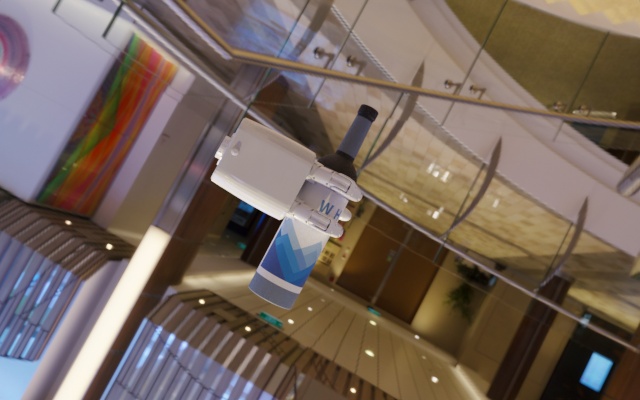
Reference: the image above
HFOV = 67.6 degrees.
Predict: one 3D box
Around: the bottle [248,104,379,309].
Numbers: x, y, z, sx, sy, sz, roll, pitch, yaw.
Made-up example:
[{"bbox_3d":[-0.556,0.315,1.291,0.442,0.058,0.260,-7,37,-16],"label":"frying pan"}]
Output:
[{"bbox_3d":[0.000,0.002,0.657,0.069,0.295,0.069,28,-3,2],"label":"bottle"}]
